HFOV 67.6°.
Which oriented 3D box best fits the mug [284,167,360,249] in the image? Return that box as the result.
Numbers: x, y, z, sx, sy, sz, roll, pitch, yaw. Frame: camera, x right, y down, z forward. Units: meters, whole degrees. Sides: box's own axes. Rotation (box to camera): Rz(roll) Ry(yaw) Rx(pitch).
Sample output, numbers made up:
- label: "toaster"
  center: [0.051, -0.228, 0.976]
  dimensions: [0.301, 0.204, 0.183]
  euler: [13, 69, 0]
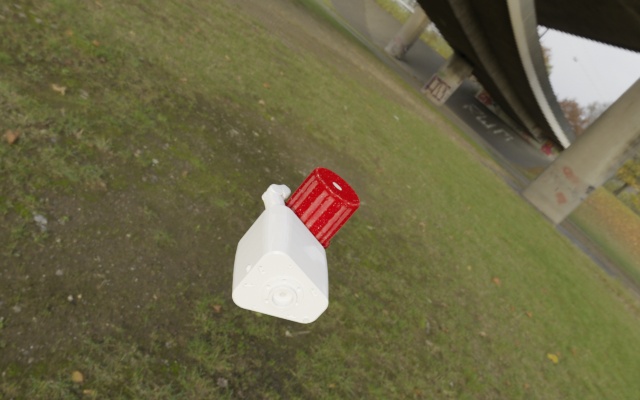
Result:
- label: "mug"
  center: [0.000, 0.001, 0.683]
  dimensions: [0.093, 0.081, 0.117]
  euler: [33, 22, -20]
